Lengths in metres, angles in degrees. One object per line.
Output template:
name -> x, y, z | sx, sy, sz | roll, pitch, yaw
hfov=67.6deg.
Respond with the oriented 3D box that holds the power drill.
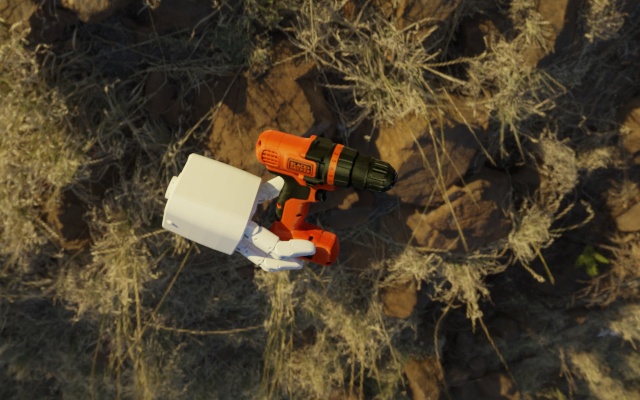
power drill -> 0.000, 0.002, 0.651 | 0.184, 0.188, 0.057 | 17, 39, 11
